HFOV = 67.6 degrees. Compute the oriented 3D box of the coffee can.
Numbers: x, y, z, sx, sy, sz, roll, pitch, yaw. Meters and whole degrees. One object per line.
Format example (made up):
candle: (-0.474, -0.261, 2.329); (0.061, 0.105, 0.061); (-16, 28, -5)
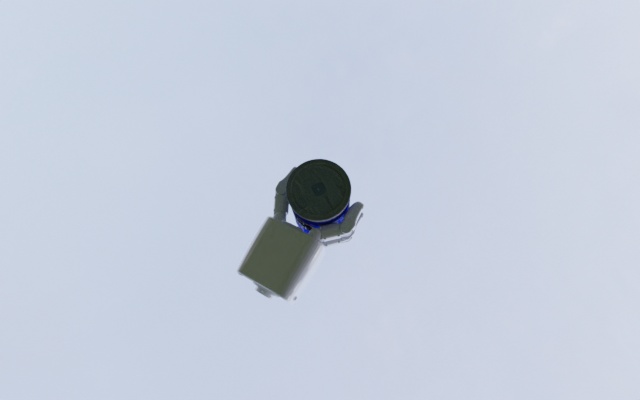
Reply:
coffee can: (0.000, 0.002, 0.810); (0.103, 0.102, 0.140); (0, -17, 3)
